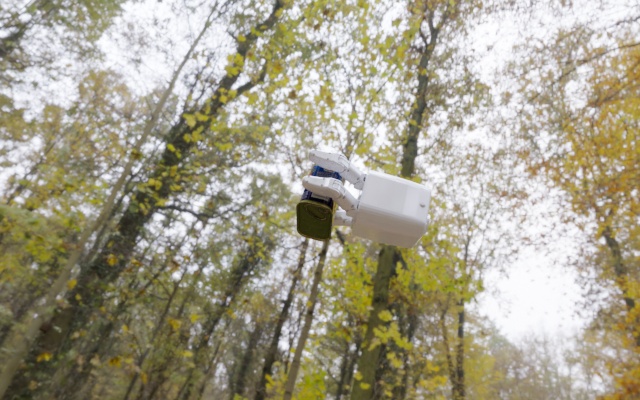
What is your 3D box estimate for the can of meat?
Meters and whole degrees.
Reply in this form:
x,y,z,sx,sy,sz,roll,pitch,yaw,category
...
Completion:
x,y,z,sx,sy,sz,roll,pitch,yaw,category
0.000,0.002,0.768,0.057,0.084,0.102,13,-35,7,can of meat
